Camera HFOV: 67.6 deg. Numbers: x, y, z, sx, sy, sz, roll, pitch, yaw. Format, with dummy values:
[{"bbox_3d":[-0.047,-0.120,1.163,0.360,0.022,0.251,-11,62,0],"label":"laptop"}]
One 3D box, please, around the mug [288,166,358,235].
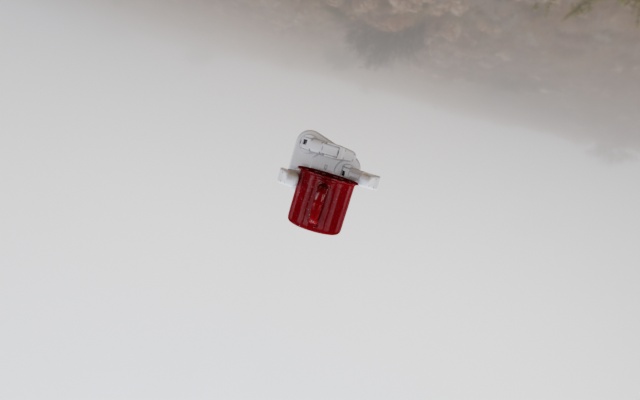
[{"bbox_3d":[0.000,0.003,0.686,0.093,0.081,0.117,17,7,0],"label":"mug"}]
